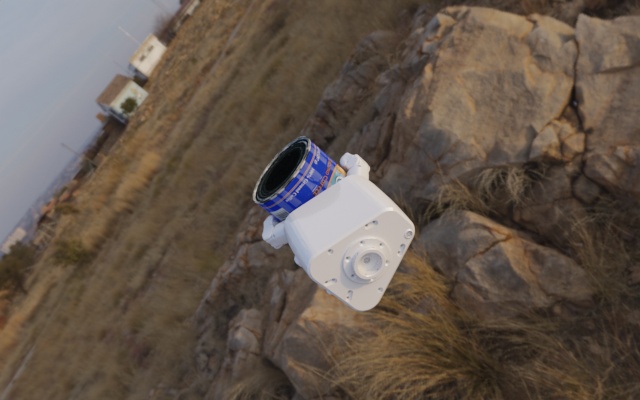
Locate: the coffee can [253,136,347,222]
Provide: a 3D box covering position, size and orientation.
[{"bbox_3d":[0.000,0.002,0.608,0.140,0.102,0.103,39,-18,-24],"label":"coffee can"}]
